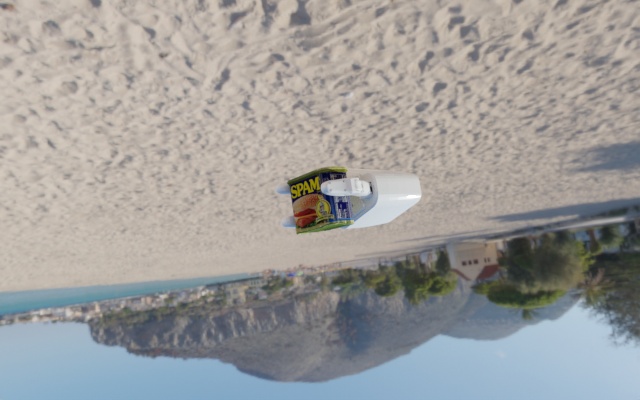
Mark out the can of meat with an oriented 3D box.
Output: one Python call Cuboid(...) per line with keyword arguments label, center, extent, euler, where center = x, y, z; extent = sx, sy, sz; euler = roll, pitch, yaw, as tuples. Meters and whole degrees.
Cuboid(label="can of meat", center=(0.000, 0.003, 0.713), extent=(0.057, 0.084, 0.102), euler=(-2, -10, -41))
